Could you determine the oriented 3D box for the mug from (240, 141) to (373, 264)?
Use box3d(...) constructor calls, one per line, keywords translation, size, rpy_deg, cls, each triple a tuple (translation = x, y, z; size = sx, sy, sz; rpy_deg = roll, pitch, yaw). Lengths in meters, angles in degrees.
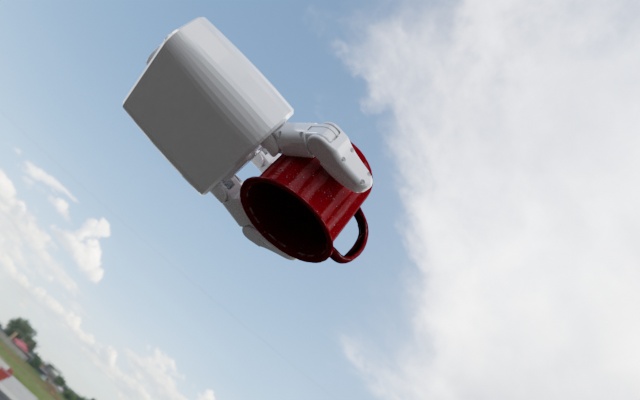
box3d(translation=(0.001, 0.002, 0.413), size=(0.081, 0.117, 0.093), rpy_deg=(-49, 14, -33), cls="mug")
